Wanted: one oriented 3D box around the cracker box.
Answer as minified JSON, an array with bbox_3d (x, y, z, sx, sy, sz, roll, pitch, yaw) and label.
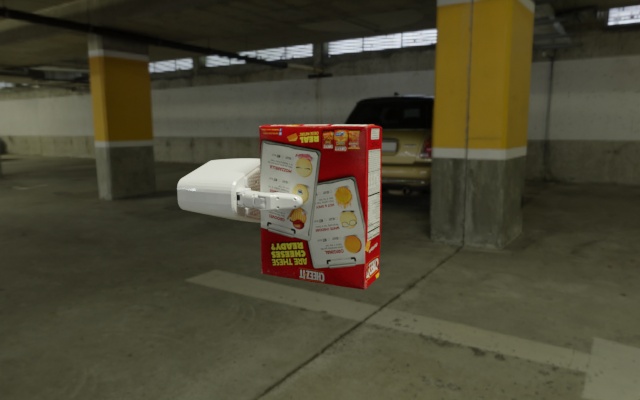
[{"bbox_3d":[0.000,0.002,0.667,0.164,0.214,0.072,4,10,27],"label":"cracker box"}]
